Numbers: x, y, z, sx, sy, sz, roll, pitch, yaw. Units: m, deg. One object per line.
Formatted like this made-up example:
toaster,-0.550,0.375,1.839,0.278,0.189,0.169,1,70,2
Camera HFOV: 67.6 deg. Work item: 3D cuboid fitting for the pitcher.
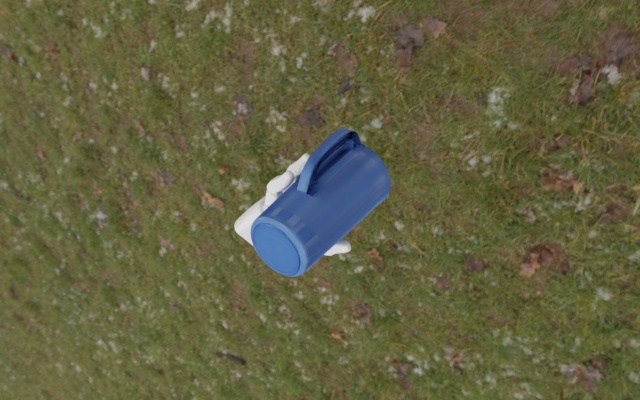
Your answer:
pitcher,0.000,0.003,0.772,0.242,0.149,0.145,-42,6,-41
